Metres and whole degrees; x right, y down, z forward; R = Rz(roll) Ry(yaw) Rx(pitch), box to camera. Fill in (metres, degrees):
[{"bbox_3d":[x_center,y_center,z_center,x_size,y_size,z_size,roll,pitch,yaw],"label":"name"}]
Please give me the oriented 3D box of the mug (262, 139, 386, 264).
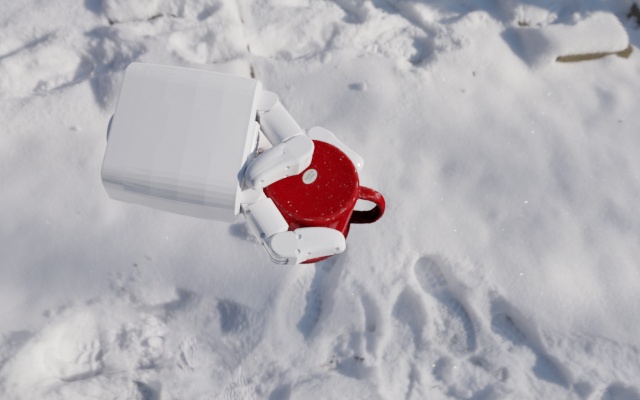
[{"bbox_3d":[0.002,0.002,0.425,0.117,0.093,0.081,9,-27,-4],"label":"mug"}]
